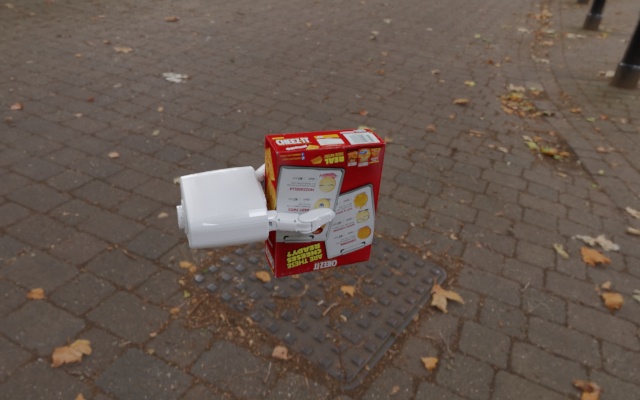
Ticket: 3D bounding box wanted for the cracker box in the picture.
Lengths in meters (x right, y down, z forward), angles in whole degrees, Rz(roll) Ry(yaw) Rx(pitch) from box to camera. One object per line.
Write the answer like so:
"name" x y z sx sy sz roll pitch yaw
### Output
"cracker box" 0.000 0.002 0.728 0.164 0.214 0.072 -8 33 -19
